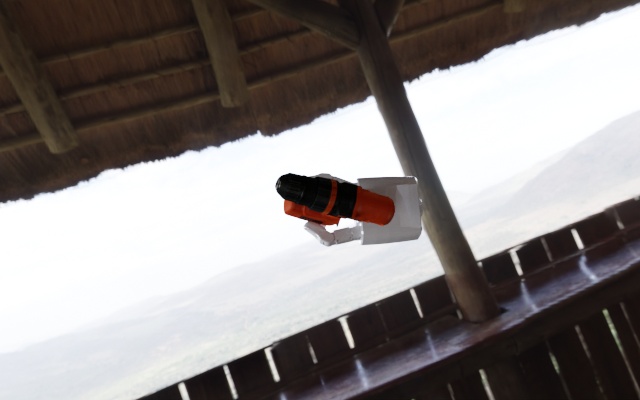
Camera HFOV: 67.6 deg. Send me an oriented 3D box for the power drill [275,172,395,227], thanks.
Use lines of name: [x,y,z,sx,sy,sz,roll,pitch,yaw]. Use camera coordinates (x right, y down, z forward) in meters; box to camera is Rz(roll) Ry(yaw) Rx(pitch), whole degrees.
power drill: [0.000,0.003,0.756,0.184,0.057,0.187,16,-7,-18]
